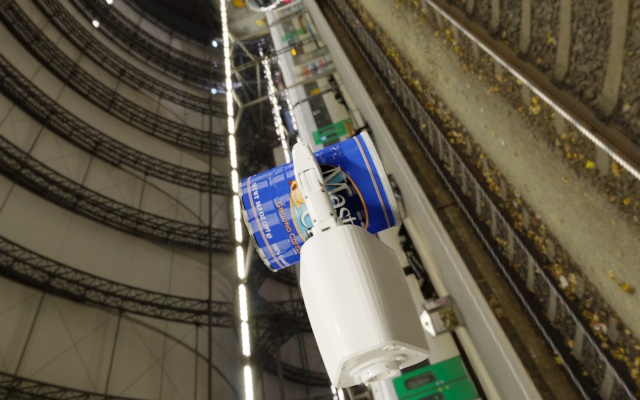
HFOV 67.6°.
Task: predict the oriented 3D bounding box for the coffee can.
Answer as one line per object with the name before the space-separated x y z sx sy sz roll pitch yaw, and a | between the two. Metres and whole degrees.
coffee can | 0.000 0.001 0.494 0.140 0.103 0.103 -21 -2 4
